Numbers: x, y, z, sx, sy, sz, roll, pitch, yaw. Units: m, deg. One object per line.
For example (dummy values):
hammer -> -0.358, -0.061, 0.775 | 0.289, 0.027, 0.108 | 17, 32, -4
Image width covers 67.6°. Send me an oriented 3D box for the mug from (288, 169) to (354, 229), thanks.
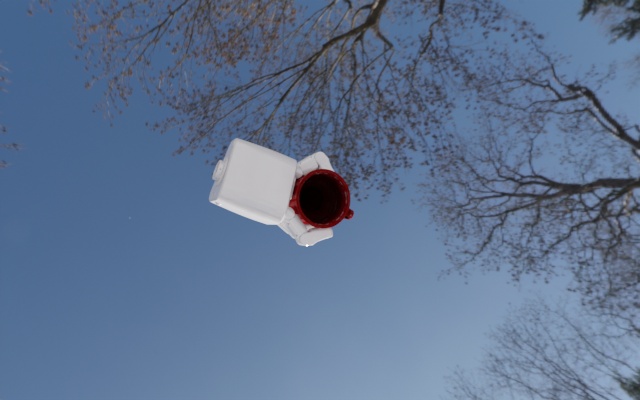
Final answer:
mug -> 0.001, 0.003, 0.782 | 0.117, 0.093, 0.081 | 22, -10, -21
